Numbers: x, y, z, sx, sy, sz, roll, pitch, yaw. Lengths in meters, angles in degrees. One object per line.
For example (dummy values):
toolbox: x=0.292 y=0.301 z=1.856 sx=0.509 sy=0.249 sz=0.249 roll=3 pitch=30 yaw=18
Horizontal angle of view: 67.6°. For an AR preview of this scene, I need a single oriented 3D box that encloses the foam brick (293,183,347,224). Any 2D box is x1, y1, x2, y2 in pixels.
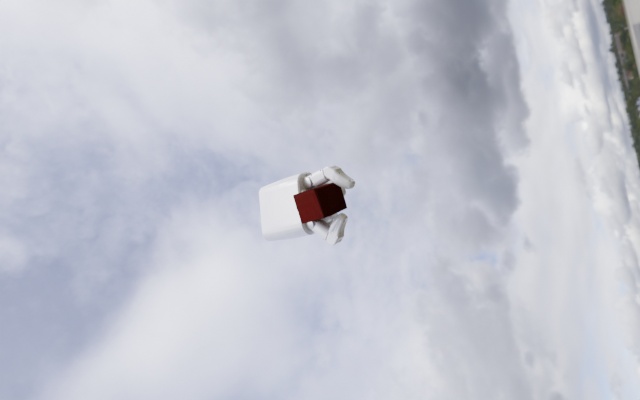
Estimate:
foam brick: x=0.000 y=0.003 z=0.821 sx=0.051 sy=0.053 sz=0.078 roll=-15 pitch=2 yaw=36
